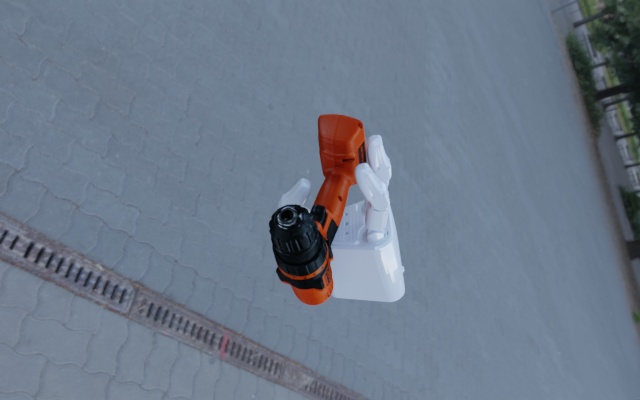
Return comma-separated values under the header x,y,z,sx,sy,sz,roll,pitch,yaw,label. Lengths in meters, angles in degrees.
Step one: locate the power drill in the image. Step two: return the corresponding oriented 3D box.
x,y,z,sx,sy,sz,roll,pitch,yaw,label
0.000,0.001,0.510,0.057,0.187,0.184,13,-28,13,power drill
